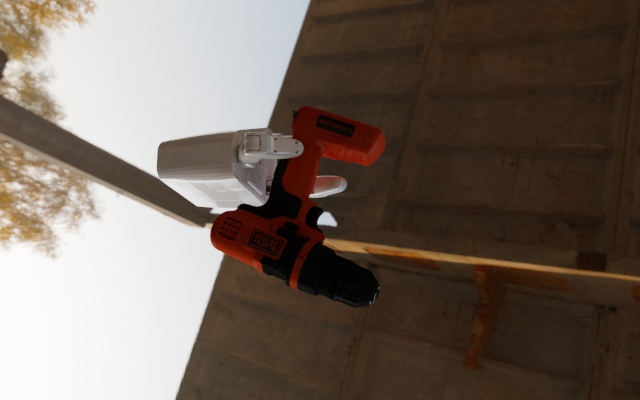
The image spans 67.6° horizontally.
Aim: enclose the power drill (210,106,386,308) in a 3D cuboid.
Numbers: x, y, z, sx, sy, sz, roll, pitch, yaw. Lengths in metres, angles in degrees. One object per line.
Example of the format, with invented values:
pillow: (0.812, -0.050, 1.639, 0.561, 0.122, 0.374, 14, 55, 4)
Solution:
power drill: (0.000, 0.001, 0.503, 0.184, 0.187, 0.057, 21, -20, 14)
